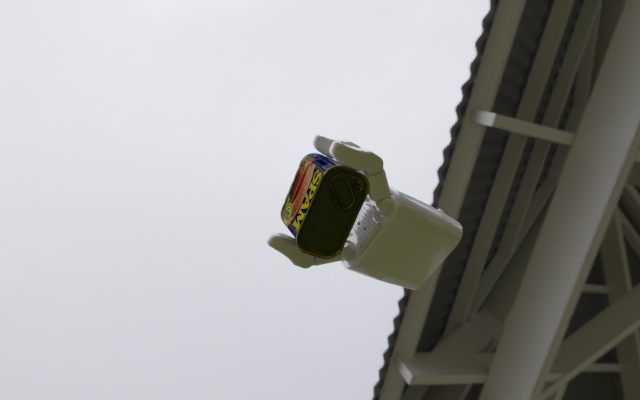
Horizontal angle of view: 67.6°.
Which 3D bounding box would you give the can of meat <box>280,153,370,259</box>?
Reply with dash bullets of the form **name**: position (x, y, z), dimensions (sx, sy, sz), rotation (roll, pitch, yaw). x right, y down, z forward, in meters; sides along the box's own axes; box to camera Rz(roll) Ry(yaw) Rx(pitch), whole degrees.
- **can of meat**: position (0.000, 0.002, 0.540), dimensions (0.057, 0.102, 0.084), rotation (19, 10, -25)
